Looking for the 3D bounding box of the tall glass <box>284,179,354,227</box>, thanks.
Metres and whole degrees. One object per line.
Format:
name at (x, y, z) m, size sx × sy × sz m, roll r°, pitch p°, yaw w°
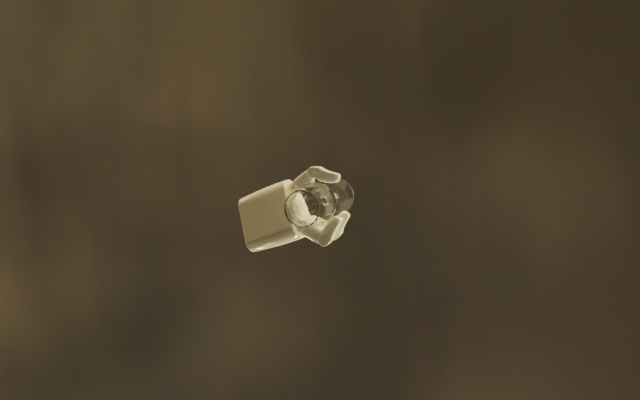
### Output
tall glass at (0.000, 0.003, 0.876) m, size 0.079 × 0.079 × 0.201 m, roll 0°, pitch 6°, yaw 18°
